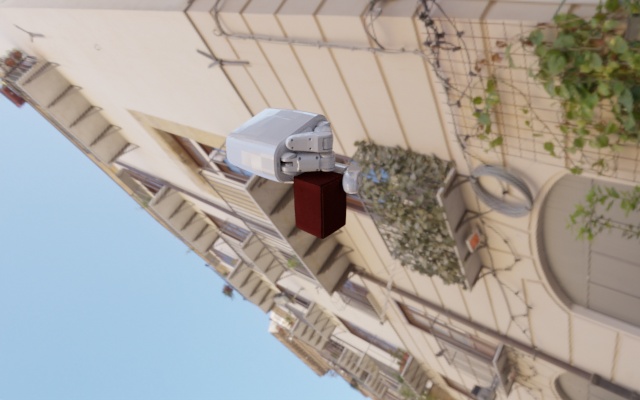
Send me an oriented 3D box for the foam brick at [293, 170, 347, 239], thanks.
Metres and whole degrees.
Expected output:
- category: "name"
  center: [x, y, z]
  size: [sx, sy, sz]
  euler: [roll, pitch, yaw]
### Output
- category: "foam brick"
  center: [0.000, 0.002, 0.651]
  size: [0.051, 0.078, 0.053]
  euler: [18, 30, 37]
